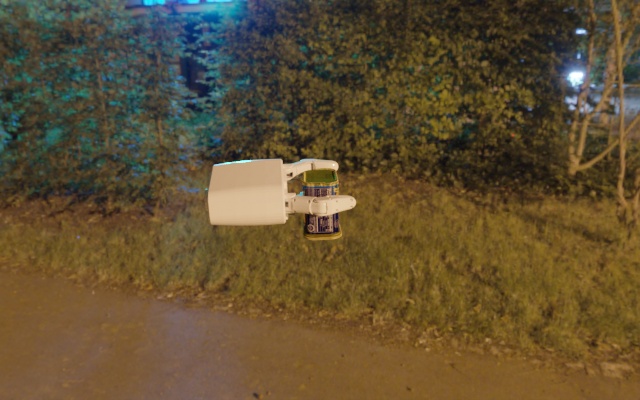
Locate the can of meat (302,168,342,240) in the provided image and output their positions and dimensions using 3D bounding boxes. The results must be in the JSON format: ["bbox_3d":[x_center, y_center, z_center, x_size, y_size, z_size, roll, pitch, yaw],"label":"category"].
[{"bbox_3d":[0.000,0.002,0.714,0.057,0.084,0.102,-2,16,-1],"label":"can of meat"}]
